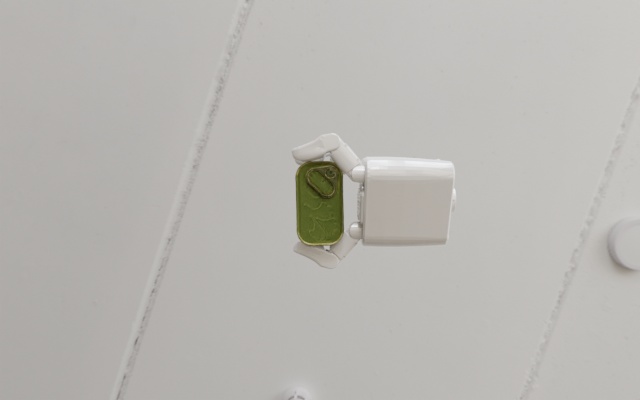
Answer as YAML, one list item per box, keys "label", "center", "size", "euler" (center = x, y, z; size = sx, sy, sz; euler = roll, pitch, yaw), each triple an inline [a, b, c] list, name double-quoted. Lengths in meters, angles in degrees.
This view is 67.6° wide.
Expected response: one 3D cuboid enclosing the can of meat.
- label: "can of meat"
  center: [0.000, 0.002, 0.611]
  size: [0.057, 0.102, 0.084]
  euler: [-1, 2, 1]
